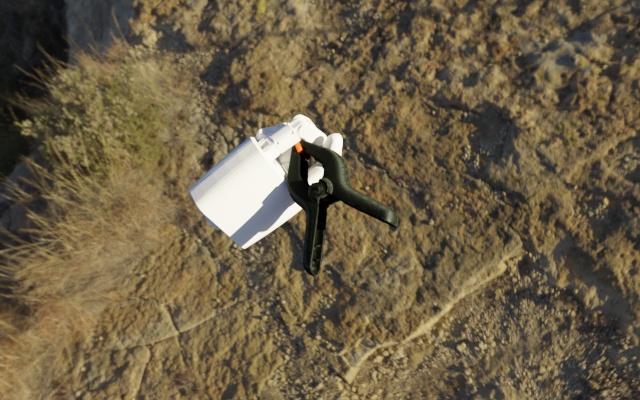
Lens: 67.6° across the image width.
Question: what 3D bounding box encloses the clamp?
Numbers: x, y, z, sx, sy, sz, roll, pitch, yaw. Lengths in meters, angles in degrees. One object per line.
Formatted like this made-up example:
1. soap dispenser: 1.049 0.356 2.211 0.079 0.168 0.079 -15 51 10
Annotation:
1. clamp: 0.000 0.001 0.566 0.120 0.171 0.039 -38 -34 3
